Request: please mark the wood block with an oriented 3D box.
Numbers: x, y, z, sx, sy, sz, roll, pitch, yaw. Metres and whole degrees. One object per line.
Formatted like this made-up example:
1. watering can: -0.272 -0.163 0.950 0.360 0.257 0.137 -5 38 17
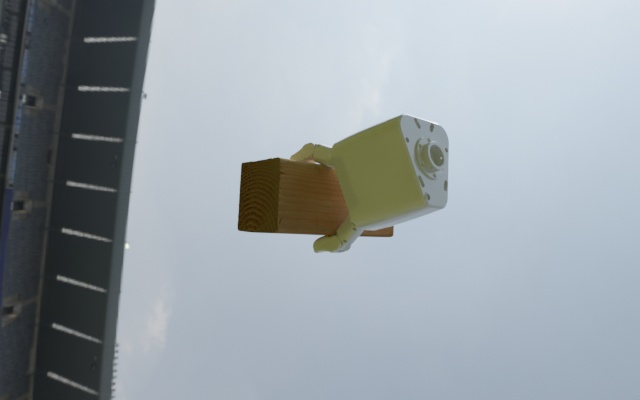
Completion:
1. wood block: 0.000 0.002 0.650 0.206 0.091 0.090 6 -5 -41
